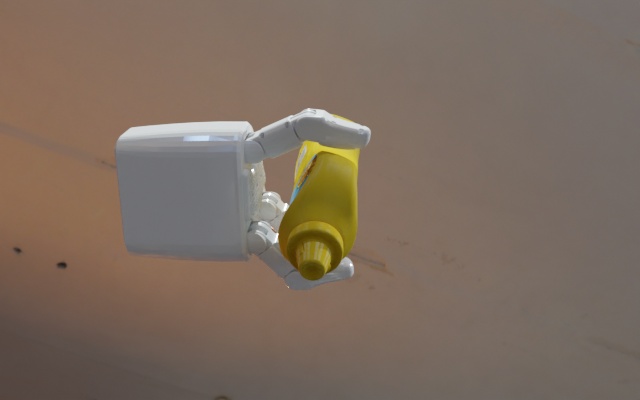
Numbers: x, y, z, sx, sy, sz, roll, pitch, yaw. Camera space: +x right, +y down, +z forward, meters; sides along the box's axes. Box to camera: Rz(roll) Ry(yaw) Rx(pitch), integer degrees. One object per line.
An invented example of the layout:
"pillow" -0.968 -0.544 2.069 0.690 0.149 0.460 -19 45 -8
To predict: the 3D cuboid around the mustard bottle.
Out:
"mustard bottle" 0.000 0.001 0.403 0.058 0.096 0.191 21 28 -6
